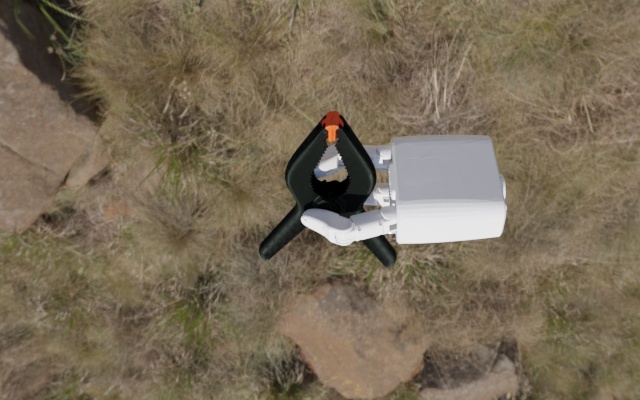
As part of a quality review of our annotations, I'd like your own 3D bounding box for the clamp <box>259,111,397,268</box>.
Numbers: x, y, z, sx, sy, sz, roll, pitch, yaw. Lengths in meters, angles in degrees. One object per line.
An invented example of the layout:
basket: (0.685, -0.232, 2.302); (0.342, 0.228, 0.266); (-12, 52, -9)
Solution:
clamp: (0.000, 0.002, 0.519); (0.164, 0.210, 0.036); (-3, 41, 5)
